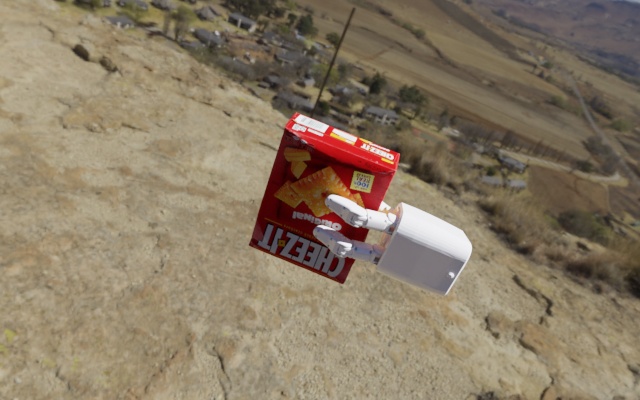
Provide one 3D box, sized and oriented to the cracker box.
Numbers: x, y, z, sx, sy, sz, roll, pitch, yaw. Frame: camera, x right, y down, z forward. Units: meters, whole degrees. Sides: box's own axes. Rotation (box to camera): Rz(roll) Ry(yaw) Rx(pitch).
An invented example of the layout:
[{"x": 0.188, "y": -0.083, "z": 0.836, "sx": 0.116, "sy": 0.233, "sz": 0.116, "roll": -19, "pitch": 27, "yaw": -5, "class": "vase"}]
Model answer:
[{"x": 0.000, "y": 0.002, "z": 0.709, "sx": 0.164, "sy": 0.214, "sz": 0.072, "roll": 22, "pitch": 30, "yaw": 2, "class": "cracker box"}]
